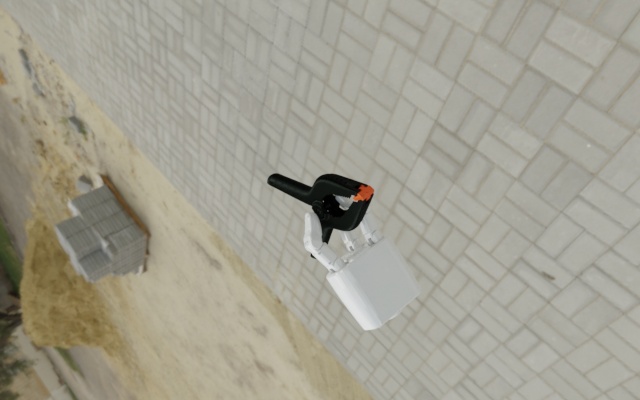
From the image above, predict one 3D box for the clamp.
[{"bbox_3d":[0.000,0.003,0.741,0.036,0.164,0.210,-37,3,-35],"label":"clamp"}]
